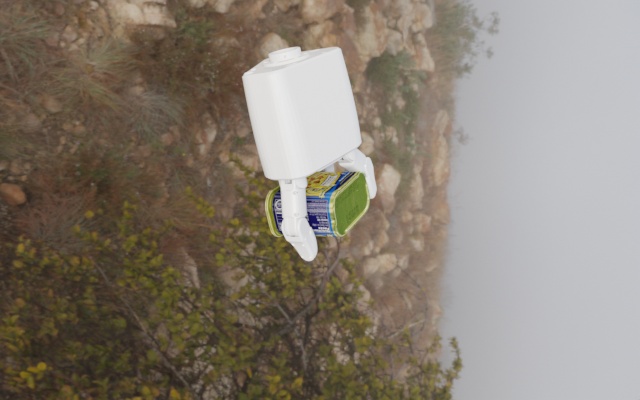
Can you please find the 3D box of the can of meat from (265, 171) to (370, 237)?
[{"bbox_3d":[0.000,0.002,0.551,0.084,0.057,0.102,1,23,28],"label":"can of meat"}]
